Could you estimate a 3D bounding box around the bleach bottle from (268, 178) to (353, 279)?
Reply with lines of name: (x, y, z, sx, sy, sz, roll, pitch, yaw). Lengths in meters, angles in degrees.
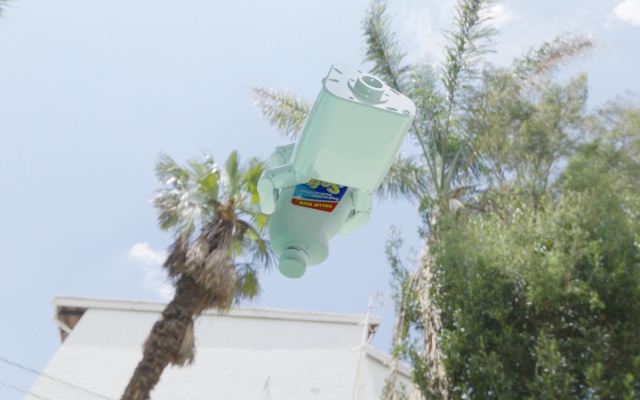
bleach bottle: (0.000, 0.002, 0.599, 0.102, 0.068, 0.250, 23, 38, -5)
